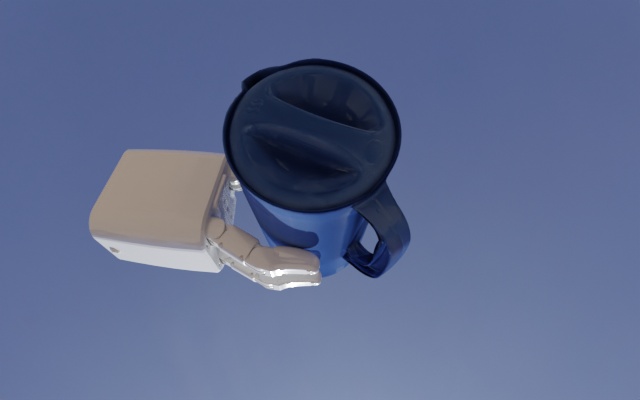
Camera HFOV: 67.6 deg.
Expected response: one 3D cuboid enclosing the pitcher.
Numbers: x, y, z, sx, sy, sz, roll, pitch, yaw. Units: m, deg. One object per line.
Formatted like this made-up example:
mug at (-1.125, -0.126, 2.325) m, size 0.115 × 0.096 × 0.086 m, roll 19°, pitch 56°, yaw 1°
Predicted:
pitcher at (0.000, 0.001, 0.454) m, size 0.145 × 0.149 × 0.243 m, roll 4°, pitch -24°, yaw 2°
